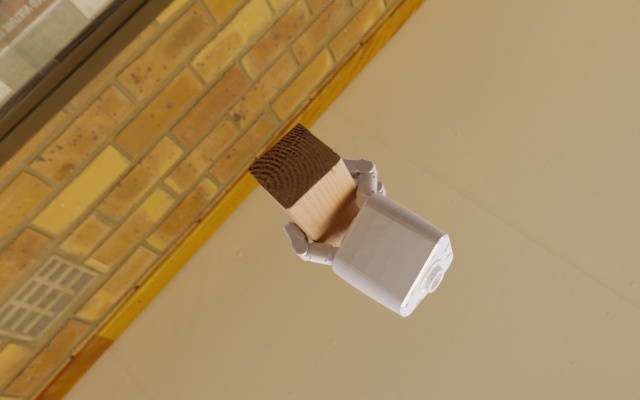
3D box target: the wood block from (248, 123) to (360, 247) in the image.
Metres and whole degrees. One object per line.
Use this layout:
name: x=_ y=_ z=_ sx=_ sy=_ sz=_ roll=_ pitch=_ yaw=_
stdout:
wood block: x=0.000 y=0.003 z=0.655 sx=0.090 sy=0.091 sz=0.206 roll=43 pitch=-6 yaw=33
